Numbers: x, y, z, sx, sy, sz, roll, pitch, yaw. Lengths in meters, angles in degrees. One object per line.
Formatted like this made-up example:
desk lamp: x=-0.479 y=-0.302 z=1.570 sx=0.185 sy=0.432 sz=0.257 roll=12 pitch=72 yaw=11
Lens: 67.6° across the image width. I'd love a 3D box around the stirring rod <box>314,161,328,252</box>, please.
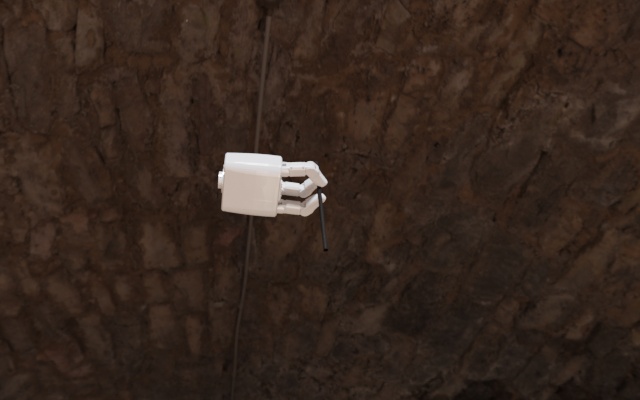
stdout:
stirring rod: x=0.000 y=0.003 z=0.897 sx=0.011 sy=0.011 sz=0.239 roll=0 pitch=42 yaw=-6
